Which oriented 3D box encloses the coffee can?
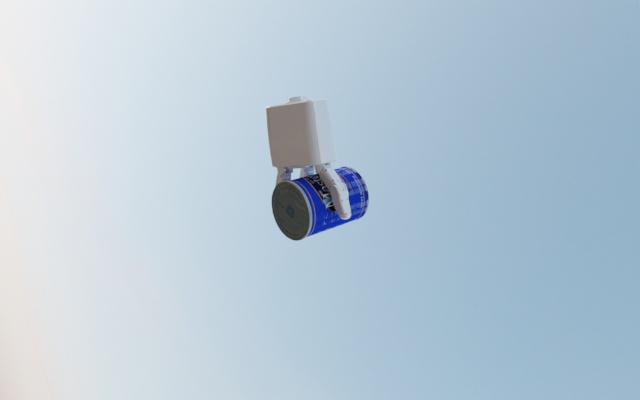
[{"bbox_3d":[0.000,0.003,0.838,0.140,0.103,0.103,-17,11,-39],"label":"coffee can"}]
